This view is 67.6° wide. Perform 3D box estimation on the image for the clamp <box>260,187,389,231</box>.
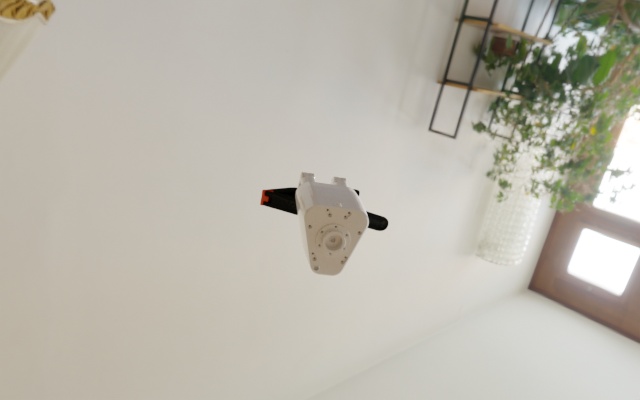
[{"bbox_3d":[-0.001,0.004,0.839,0.210,0.036,0.164,8,16,-10],"label":"clamp"}]
